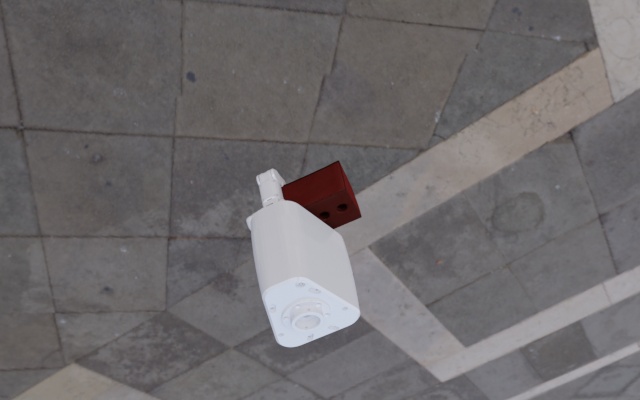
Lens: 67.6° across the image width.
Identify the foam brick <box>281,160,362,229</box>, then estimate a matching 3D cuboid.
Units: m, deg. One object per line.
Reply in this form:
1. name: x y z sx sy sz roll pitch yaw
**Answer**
1. foam brick: 0.000 0.002 0.549 0.078 0.051 0.053 -24 -48 9
